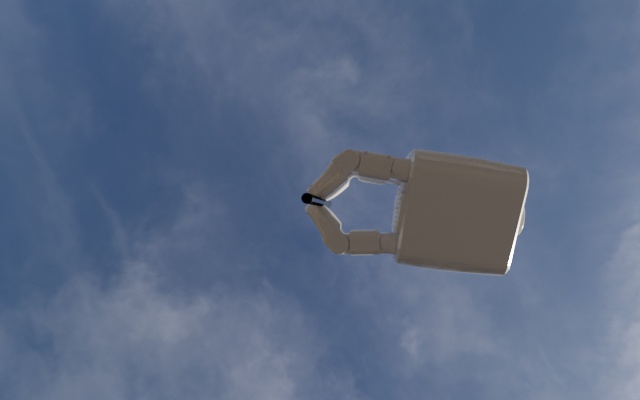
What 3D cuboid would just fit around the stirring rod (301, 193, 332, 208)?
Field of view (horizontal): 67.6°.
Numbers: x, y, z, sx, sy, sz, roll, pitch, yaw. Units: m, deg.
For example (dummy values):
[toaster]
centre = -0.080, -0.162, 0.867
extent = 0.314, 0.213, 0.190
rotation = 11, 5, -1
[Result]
[stirring rod]
centre = 0.000, 0.002, 0.464
extent = 0.011, 0.011, 0.239
rotation = 0, -1, 5
